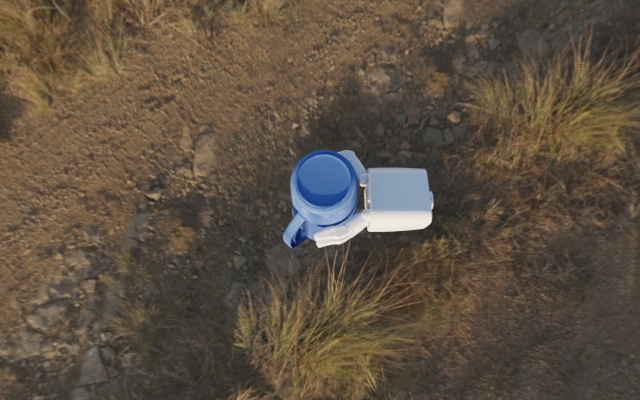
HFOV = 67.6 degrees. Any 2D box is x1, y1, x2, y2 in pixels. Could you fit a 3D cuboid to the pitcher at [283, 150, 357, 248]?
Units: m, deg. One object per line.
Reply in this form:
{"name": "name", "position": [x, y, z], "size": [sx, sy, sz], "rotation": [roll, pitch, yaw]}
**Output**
{"name": "pitcher", "position": [0.000, 0.003, 0.871], "size": [0.145, 0.149, 0.243], "rotation": [-1, -13, 1]}
